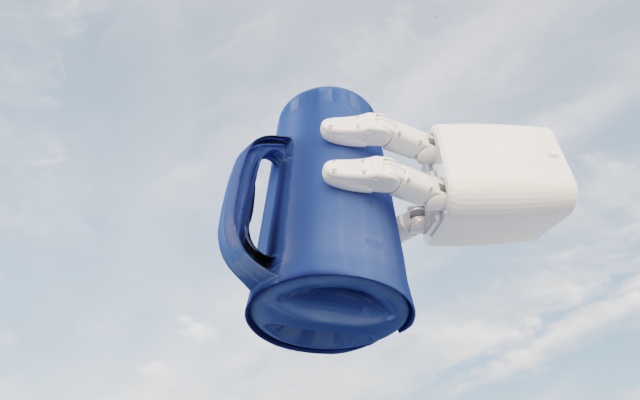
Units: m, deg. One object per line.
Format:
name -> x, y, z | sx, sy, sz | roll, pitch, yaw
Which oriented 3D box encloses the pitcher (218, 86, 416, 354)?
pitcher -> 0.000, 0.001, 0.440 | 0.145, 0.242, 0.149 | -2, -40, 2
